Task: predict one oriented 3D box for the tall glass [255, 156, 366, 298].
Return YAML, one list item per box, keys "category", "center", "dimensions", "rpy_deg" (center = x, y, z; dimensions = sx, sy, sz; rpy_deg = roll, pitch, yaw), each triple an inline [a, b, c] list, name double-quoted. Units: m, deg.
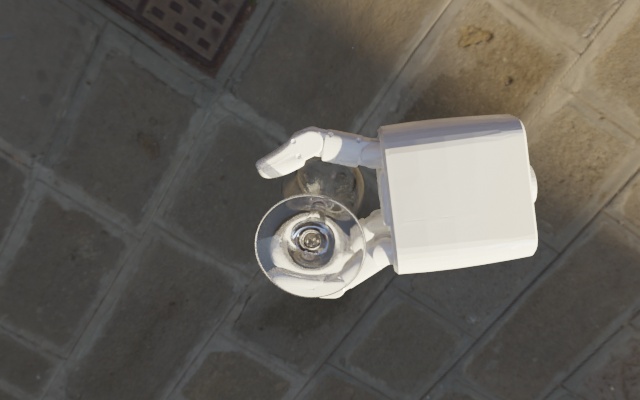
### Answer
- category: "tall glass"
  center: [0.000, 0.002, 0.409]
  dimensions: [0.079, 0.079, 0.201]
  rpy_deg: [0, 18, 4]
